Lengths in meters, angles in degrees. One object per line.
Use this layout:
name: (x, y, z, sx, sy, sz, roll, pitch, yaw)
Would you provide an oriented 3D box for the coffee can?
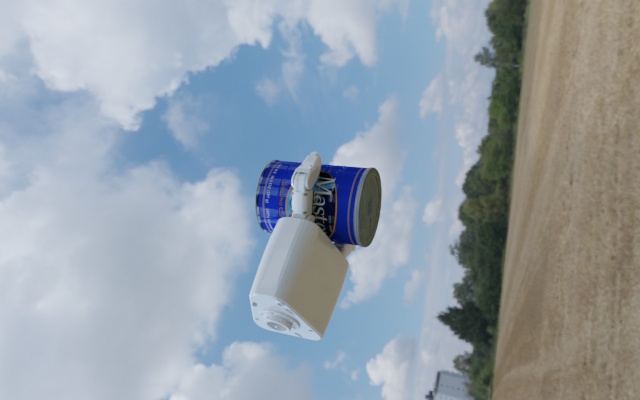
coffee can: (0.000, 0.002, 0.633, 0.140, 0.103, 0.103, 6, 2, 21)
